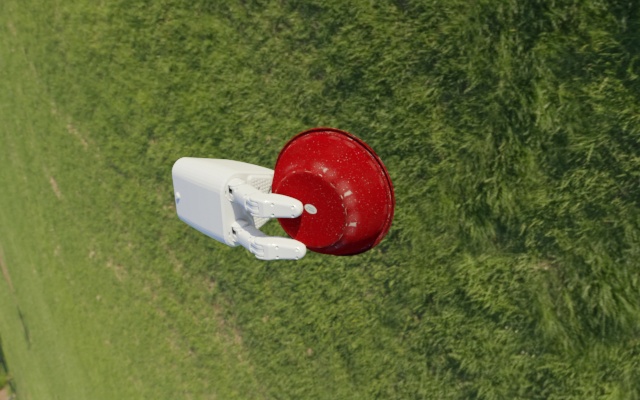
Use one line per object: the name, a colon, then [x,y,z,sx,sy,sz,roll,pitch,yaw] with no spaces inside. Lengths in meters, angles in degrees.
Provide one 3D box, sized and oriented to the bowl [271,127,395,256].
bowl: [0.001,0.002,0.544,0.162,0.162,0.055,0,20,30]
